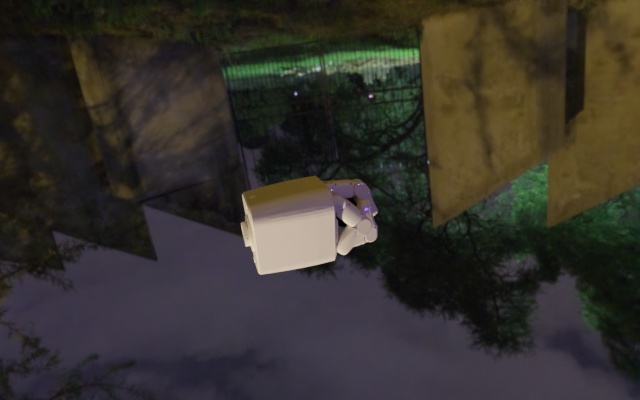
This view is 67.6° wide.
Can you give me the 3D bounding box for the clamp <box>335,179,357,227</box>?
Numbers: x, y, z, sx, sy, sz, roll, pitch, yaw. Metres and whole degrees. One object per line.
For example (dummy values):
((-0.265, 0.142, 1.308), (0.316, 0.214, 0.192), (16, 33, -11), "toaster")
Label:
((0.000, 0.003, 0.731), (0.120, 0.039, 0.171), (-11, 18, -12), "clamp")
